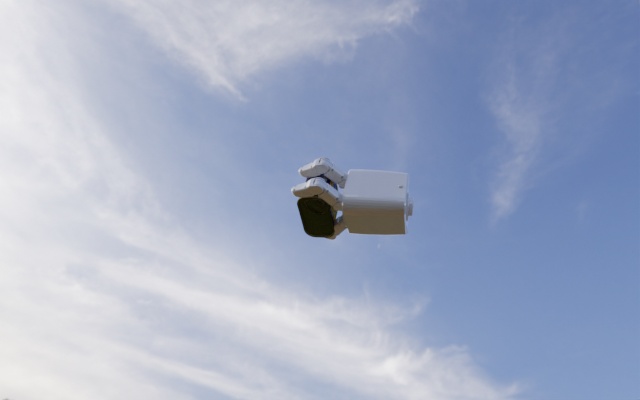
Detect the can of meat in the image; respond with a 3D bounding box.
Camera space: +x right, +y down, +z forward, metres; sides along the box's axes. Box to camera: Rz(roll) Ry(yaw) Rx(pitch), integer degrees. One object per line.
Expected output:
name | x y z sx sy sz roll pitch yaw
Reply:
can of meat | 0.000 0.003 0.868 0.057 0.102 0.084 1 44 15
